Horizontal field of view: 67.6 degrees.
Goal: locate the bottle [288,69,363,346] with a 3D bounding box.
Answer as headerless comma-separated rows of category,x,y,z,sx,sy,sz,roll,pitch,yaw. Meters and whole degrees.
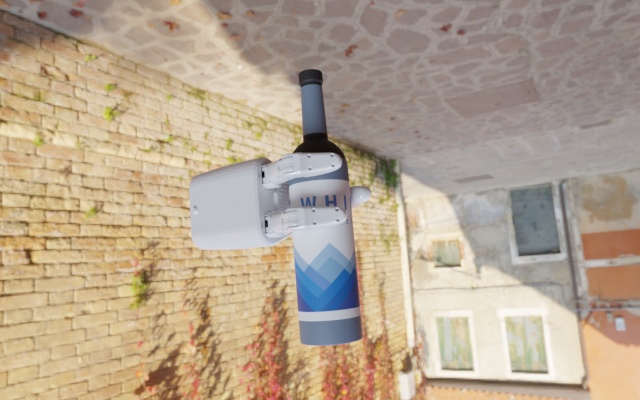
bottle,0.000,0.002,0.522,0.069,0.295,0.069,-5,-7,-1
